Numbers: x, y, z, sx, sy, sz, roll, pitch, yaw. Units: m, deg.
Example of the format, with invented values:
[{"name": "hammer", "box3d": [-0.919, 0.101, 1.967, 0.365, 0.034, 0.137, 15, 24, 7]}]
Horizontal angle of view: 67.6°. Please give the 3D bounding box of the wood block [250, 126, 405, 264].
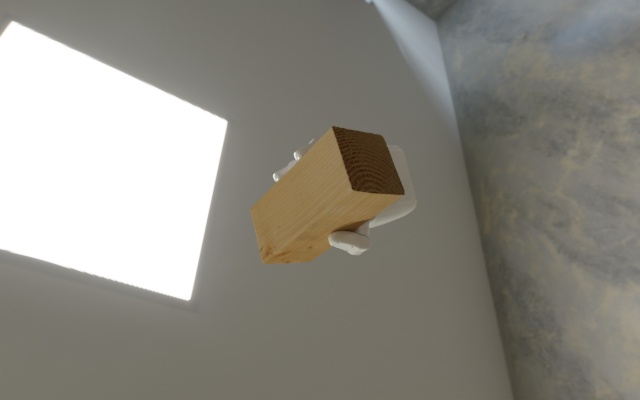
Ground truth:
[{"name": "wood block", "box3d": [0.000, 0.002, 0.637, 0.090, 0.090, 0.206, 3, -31, -38]}]
